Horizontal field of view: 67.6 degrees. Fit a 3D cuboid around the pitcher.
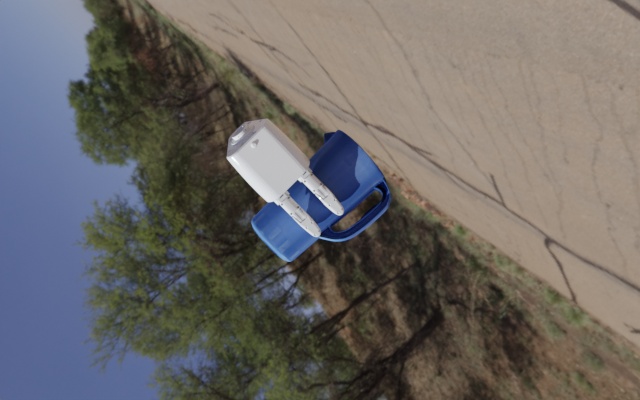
[{"bbox_3d":[0.000,0.003,0.879,0.145,0.243,0.149,47,-1,-26],"label":"pitcher"}]
